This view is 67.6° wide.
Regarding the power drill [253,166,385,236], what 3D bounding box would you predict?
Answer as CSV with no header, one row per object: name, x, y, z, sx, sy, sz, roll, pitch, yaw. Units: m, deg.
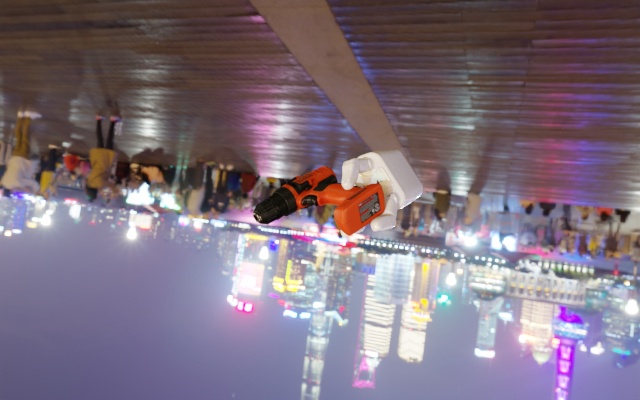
power drill,0.001,0.003,0.816,0.184,0.057,0.187,-33,34,-33
